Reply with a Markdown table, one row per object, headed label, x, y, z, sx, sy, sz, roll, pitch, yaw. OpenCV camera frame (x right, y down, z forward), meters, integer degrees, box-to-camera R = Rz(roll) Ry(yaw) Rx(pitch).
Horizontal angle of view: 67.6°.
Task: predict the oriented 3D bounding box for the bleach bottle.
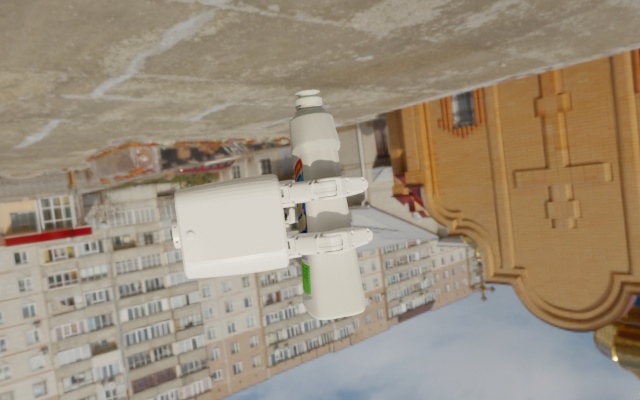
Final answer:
| label | x | y | z | sx | sy | sz | roll | pitch | yaw |
| --- | --- | --- | --- | --- | --- | --- | --- | --- | --- |
| bleach bottle | 0.000 | 0.002 | 0.553 | 0.068 | 0.251 | 0.102 | -8 | 2 | -10 |
